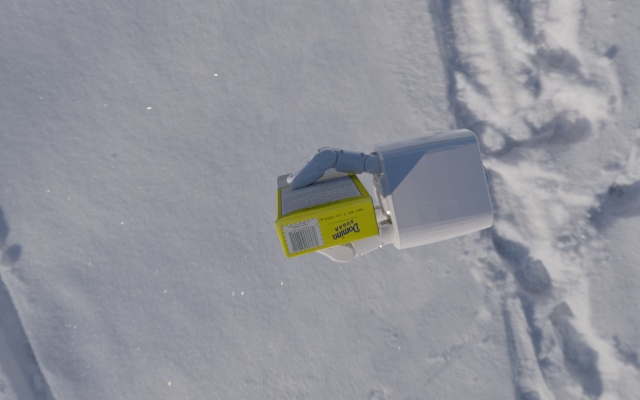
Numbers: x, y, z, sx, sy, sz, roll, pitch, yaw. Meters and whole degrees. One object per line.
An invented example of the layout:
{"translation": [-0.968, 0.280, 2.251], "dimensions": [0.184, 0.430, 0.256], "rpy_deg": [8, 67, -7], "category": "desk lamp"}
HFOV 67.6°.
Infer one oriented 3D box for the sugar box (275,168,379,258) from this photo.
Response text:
{"translation": [0.000, 0.002, 0.521], "dimensions": [0.093, 0.048, 0.176], "rpy_deg": [-14, 14, 0], "category": "sugar box"}
